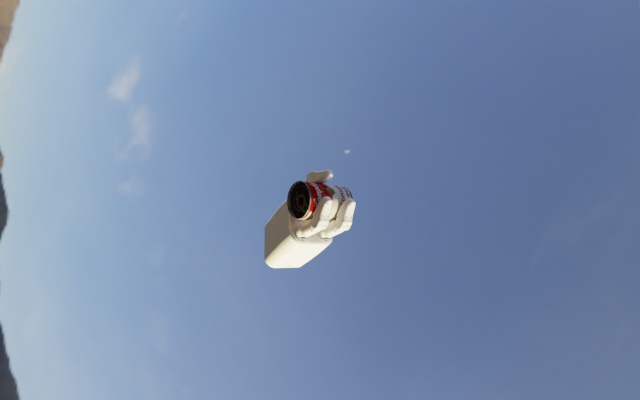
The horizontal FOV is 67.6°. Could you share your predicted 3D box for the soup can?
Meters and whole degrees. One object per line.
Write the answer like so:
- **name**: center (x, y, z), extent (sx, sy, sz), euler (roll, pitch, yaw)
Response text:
- **soup can**: center (0.001, 0.002, 0.866), extent (0.102, 0.068, 0.068), euler (5, -3, -39)
